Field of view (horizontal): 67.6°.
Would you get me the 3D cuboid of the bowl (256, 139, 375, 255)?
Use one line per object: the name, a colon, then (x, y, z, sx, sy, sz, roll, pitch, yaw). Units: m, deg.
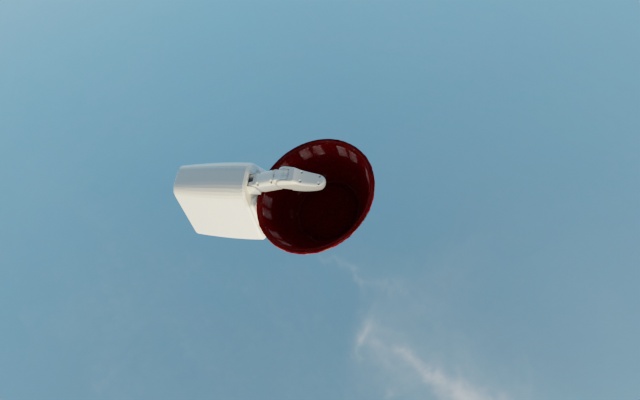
bowl: (0.001, 0.002, 0.619, 0.162, 0.162, 0.055, 0, -26, 25)
